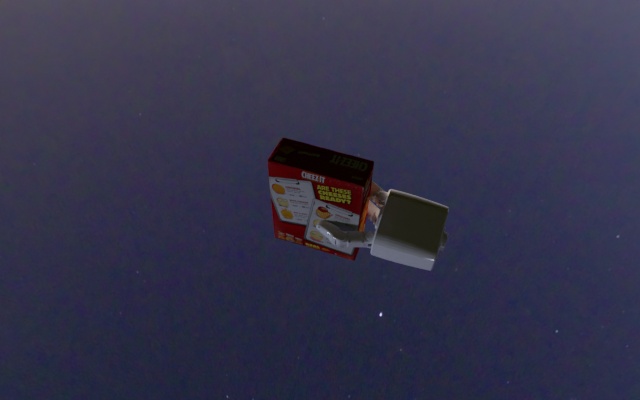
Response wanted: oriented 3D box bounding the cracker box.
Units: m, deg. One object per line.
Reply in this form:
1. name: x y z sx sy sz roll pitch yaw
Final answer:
1. cracker box: 0.000 0.003 0.842 0.164 0.072 0.214 16 -39 11
